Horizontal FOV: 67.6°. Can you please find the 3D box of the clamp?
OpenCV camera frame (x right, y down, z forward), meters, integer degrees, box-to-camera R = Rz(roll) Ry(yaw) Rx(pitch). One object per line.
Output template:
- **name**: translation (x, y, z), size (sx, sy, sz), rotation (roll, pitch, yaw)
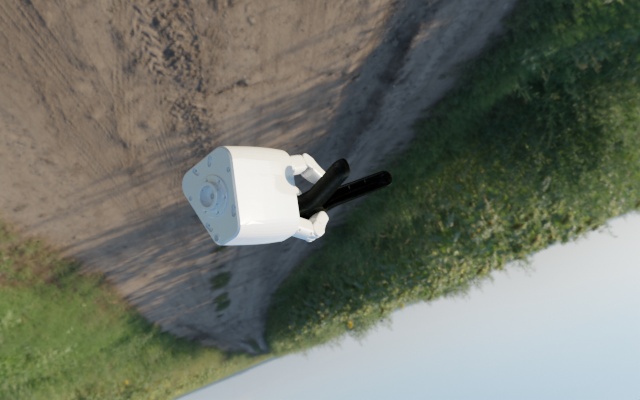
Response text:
- **clamp**: translation (0.000, 0.003, 0.704), size (0.210, 0.036, 0.164), rotation (-32, -18, 31)
